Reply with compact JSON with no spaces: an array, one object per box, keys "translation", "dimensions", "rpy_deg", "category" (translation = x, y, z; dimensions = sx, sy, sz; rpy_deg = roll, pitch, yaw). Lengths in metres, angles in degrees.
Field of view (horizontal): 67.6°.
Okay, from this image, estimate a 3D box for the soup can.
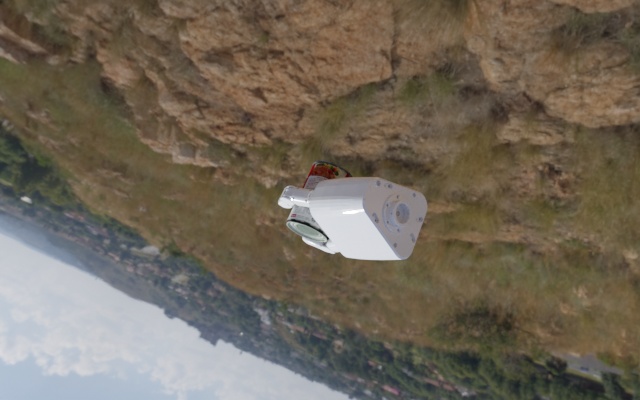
[{"translation":[0.000,0.003,0.702],"dimensions":[0.068,0.102,0.068],"rpy_deg":[21,-19,8],"category":"soup can"}]
